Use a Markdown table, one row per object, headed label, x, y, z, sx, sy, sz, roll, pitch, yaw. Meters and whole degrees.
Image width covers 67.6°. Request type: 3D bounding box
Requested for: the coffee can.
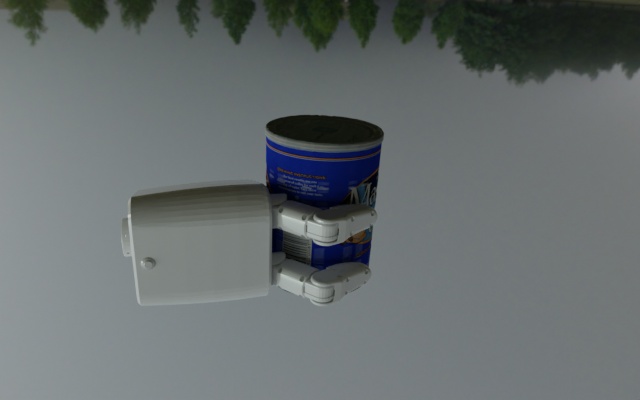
| label | x | y | z | sx | sy | sz | roll | pitch | yaw |
| --- | --- | --- | --- | --- | --- | --- | --- | --- | --- |
| coffee can | 0.000 | 0.001 | 0.439 | 0.103 | 0.140 | 0.102 | 3 | 22 | -1 |
